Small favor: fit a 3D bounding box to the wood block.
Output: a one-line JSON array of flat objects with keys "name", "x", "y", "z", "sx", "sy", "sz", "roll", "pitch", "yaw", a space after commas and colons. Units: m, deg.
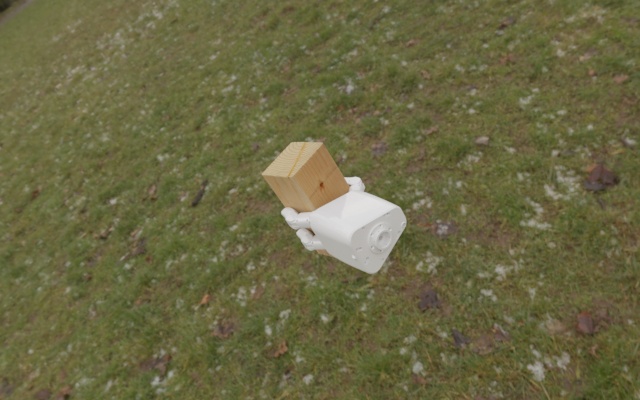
[{"name": "wood block", "x": 0.001, "y": 0.003, "z": 0.862, "sx": 0.090, "sy": 0.206, "sz": 0.090, "roll": 8, "pitch": 50, "yaw": 48}]
